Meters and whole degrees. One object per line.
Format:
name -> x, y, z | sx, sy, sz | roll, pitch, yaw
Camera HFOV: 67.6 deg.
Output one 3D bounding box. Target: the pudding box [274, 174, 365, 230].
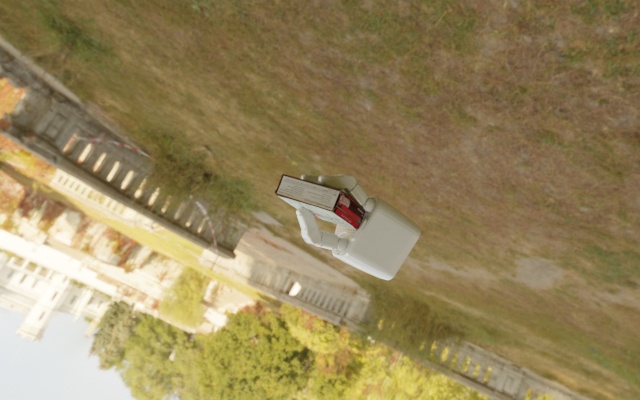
pudding box -> 0.000, 0.003, 0.726 | 0.113, 0.039, 0.090 | 15, -13, 32
